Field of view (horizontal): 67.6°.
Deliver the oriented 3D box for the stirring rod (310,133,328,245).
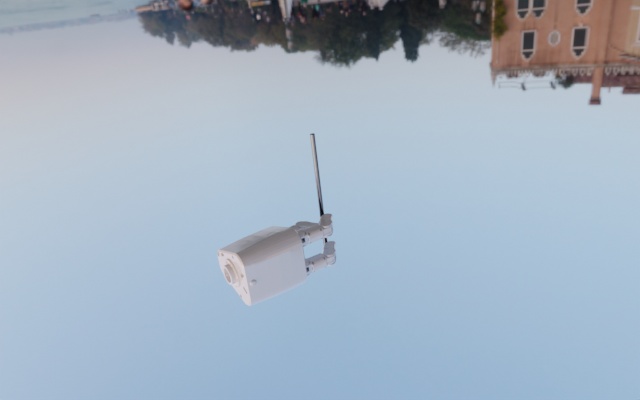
[{"bbox_3d":[0.000,0.003,0.816,0.011,0.240,0.011,-6,24,3],"label":"stirring rod"}]
